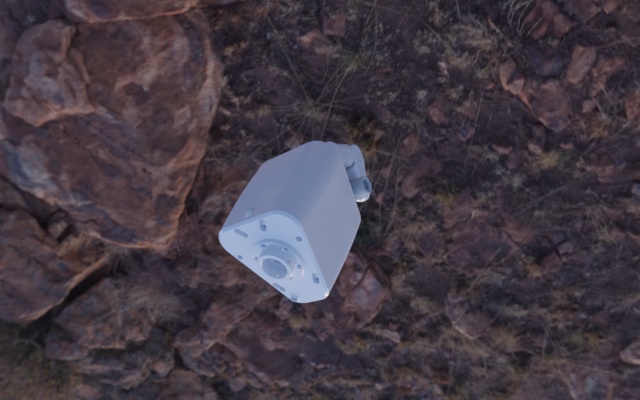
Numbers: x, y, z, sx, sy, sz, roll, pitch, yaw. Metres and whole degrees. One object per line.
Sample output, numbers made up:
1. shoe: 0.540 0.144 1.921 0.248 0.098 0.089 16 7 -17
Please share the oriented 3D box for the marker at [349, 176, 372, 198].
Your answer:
1. marker: 0.000 0.002 0.513 0.121 0.020 0.020 -21 -12 35
